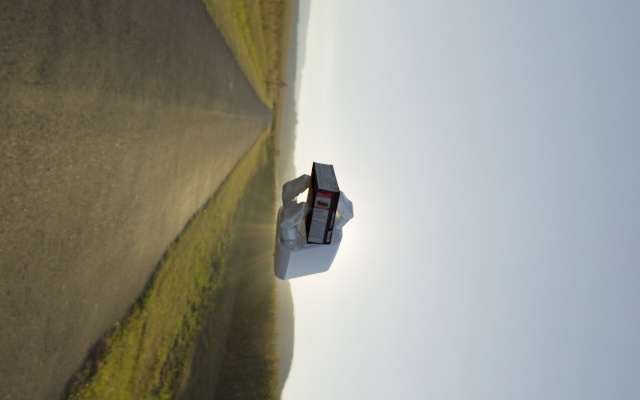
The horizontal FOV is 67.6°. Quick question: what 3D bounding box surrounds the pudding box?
[{"bbox_3d":[0.000,0.002,0.721,0.039,0.090,0.113,6,24,-9],"label":"pudding box"}]
